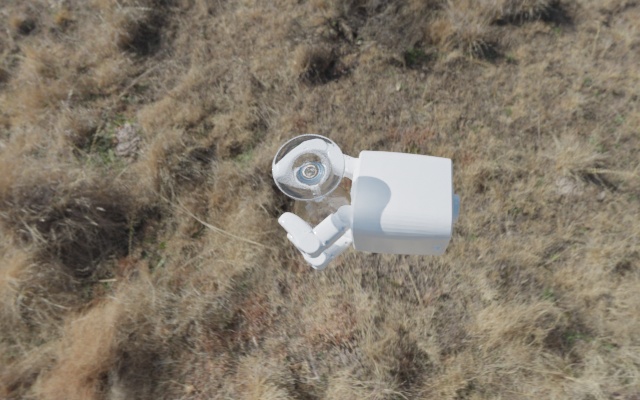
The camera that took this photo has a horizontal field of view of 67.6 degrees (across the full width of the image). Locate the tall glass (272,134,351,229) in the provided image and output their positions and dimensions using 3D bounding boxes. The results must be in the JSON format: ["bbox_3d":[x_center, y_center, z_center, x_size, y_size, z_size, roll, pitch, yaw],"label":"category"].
[{"bbox_3d":[0.000,0.002,0.571,0.079,0.079,0.201,0,-21,7],"label":"tall glass"}]
